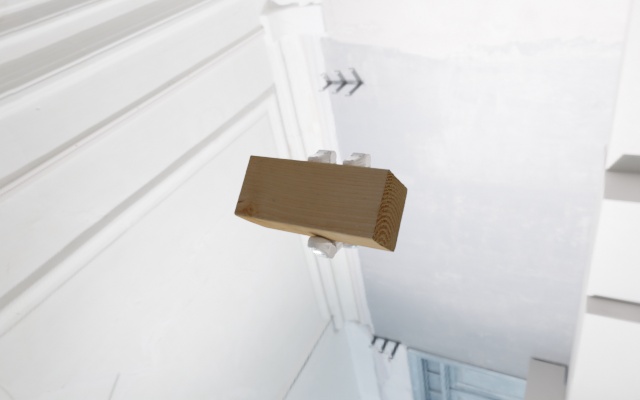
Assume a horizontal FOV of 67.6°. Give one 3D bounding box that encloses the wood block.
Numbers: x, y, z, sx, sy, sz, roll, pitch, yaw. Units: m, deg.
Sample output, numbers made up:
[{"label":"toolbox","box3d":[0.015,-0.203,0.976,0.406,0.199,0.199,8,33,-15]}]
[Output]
[{"label":"wood block","box3d":[0.000,0.003,0.647,0.206,0.091,0.090,8,-12,28]}]
